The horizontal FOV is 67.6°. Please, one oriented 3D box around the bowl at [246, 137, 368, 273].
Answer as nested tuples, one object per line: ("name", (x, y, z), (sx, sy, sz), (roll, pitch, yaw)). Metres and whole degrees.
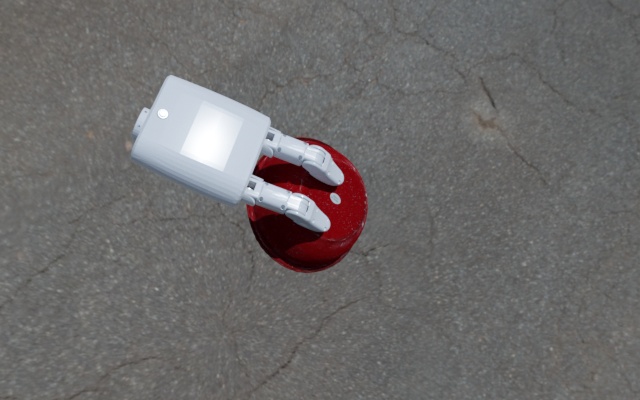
("bowl", (0.001, 0.002, 0.546), (0.162, 0.162, 0.055), (0, -6, -34))
